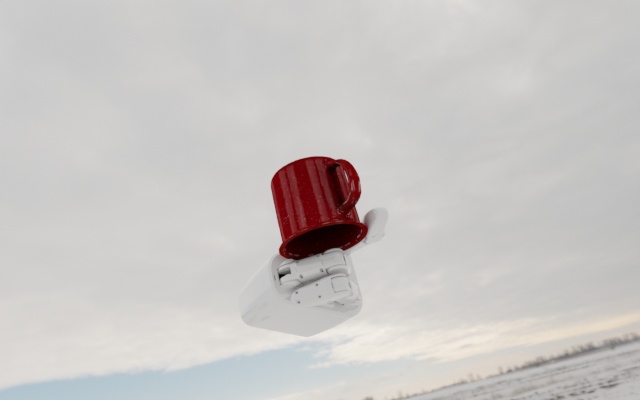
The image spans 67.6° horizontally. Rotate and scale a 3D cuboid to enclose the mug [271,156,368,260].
[{"bbox_3d":[0.001,0.001,0.490,0.093,0.081,0.117,3,-30,-33],"label":"mug"}]
